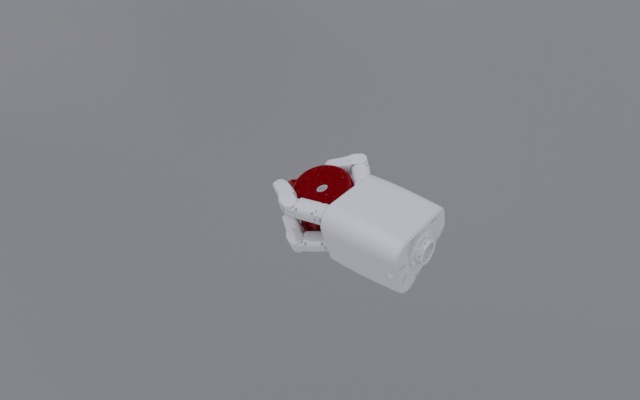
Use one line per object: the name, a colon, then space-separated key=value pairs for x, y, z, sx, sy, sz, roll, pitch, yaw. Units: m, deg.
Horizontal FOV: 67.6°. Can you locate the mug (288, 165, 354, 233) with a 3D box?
mug: x=-0.001 y=0.001 z=0.653 sx=0.117 sy=0.093 sz=0.082 roll=25 pitch=-29 yaw=31
